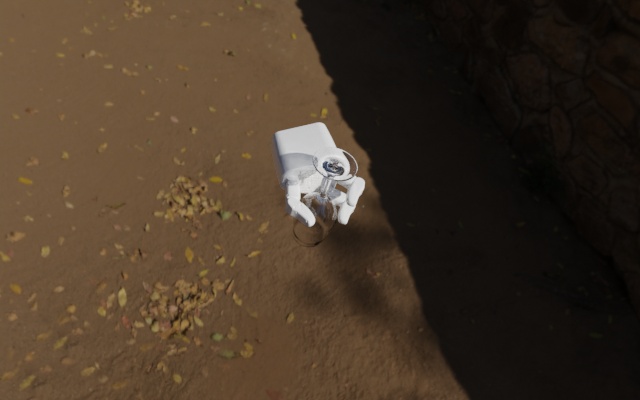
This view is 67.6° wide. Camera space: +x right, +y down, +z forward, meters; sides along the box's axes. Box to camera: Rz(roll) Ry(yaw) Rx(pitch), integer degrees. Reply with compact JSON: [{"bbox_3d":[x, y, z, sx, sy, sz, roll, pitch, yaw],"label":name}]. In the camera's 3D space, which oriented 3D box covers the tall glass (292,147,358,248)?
[{"bbox_3d":[0.000,0.002,0.837,0.079,0.079,0.201,0,-39,-18],"label":"tall glass"}]
